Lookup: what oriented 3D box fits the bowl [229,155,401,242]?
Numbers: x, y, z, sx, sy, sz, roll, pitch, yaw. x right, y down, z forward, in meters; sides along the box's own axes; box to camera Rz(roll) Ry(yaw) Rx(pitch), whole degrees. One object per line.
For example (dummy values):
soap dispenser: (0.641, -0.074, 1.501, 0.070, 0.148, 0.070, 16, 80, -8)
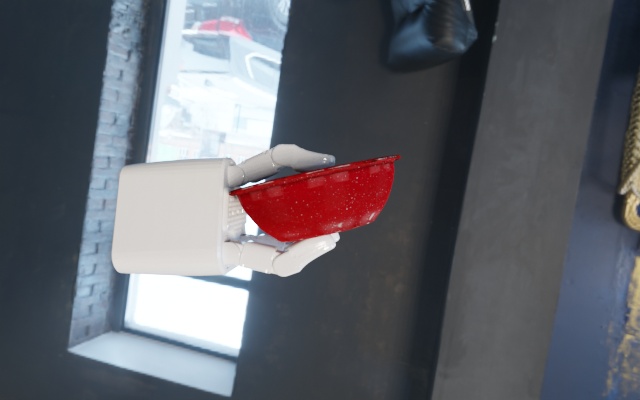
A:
bowl: (0.001, 0.002, 0.443, 0.162, 0.055, 0.162, -13, 1, 0)
